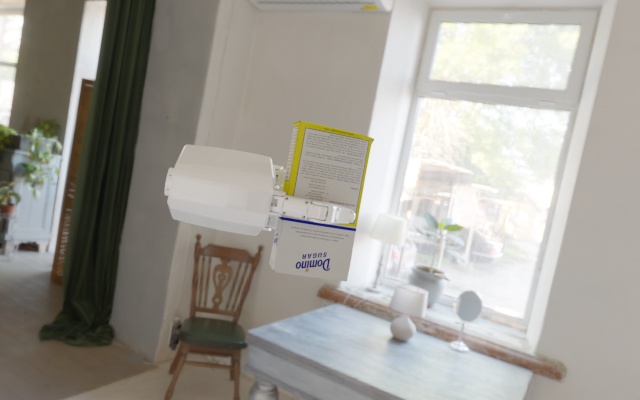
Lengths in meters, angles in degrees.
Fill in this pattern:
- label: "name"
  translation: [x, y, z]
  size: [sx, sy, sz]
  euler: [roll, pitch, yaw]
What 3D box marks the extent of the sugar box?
- label: "sugar box"
  translation: [0.000, 0.002, 0.569]
  size: [0.093, 0.176, 0.048]
  euler: [10, 5, -14]
